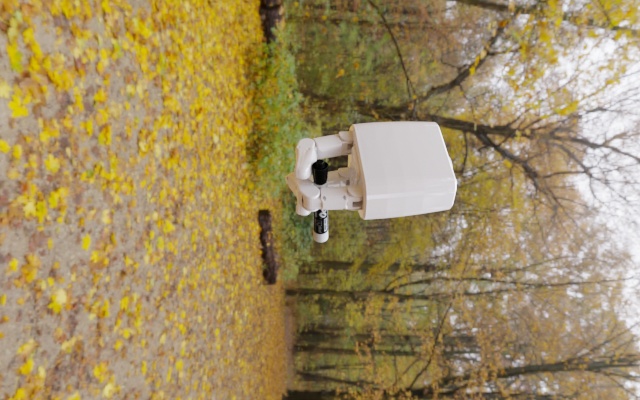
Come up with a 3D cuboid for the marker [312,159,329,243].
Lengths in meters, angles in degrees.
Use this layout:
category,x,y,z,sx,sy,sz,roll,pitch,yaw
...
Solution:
category,x,y,z,sx,sy,sz,roll,pitch,yaw
marker,0.000,0.002,0.564,0.020,0.121,0.020,0,42,0
